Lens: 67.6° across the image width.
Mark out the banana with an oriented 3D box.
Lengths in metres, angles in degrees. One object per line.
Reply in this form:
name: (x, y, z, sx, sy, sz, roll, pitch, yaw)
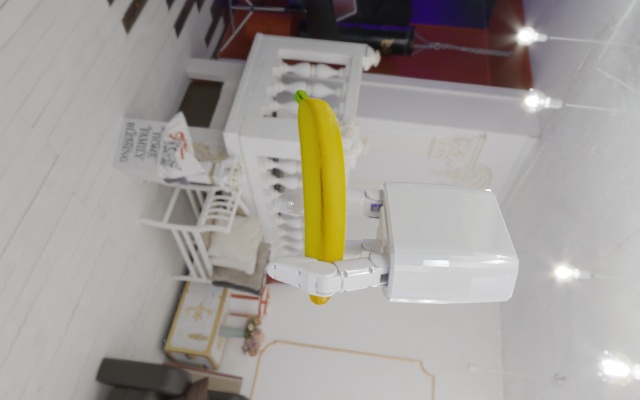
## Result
banana: (0.002, -0.001, 0.411, 0.037, 0.198, 0.069, -3, 2, -6)
